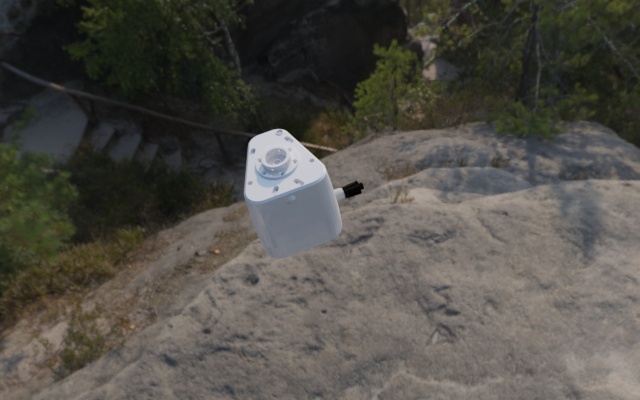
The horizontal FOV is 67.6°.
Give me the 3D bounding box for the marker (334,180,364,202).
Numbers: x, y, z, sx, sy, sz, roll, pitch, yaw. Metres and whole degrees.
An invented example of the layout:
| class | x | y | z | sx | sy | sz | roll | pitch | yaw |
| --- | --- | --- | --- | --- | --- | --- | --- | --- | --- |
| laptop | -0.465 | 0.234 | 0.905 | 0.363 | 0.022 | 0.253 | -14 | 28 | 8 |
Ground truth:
| class | x | y | z | sx | sy | sz | roll | pitch | yaw |
| --- | --- | --- | --- | --- | --- | --- | --- | --- | --- |
| marker | 0.000 | 0.002 | 0.625 | 0.121 | 0.020 | 0.020 | -21 | 2 | -5 |
